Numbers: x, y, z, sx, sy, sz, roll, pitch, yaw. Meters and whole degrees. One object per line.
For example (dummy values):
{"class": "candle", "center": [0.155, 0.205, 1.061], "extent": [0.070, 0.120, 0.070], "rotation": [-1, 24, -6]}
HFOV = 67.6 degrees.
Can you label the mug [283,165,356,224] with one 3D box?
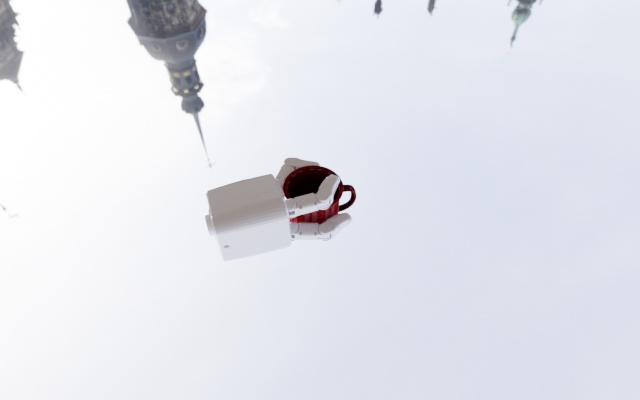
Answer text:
{"class": "mug", "center": [0.001, 0.002, 0.762], "extent": [0.117, 0.093, 0.082], "rotation": [-12, -39, -11]}
